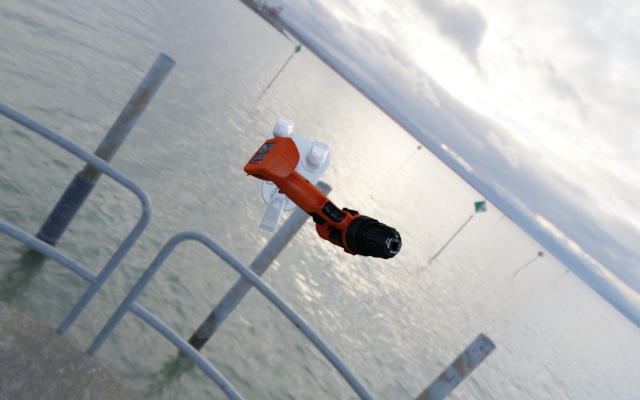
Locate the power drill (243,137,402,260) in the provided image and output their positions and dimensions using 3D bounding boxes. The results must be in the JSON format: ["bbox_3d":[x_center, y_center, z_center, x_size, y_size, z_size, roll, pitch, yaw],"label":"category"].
[{"bbox_3d":[0.000,0.002,0.602,0.188,0.057,0.184,44,-15,-22],"label":"power drill"}]
